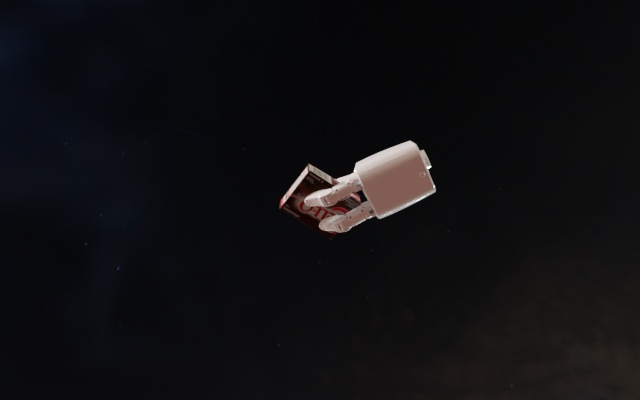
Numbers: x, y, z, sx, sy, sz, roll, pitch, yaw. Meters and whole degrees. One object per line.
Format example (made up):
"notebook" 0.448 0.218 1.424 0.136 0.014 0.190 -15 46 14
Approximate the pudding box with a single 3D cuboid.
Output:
"pudding box" 0.000 0.003 0.827 0.113 0.090 0.039 33 21 -15
